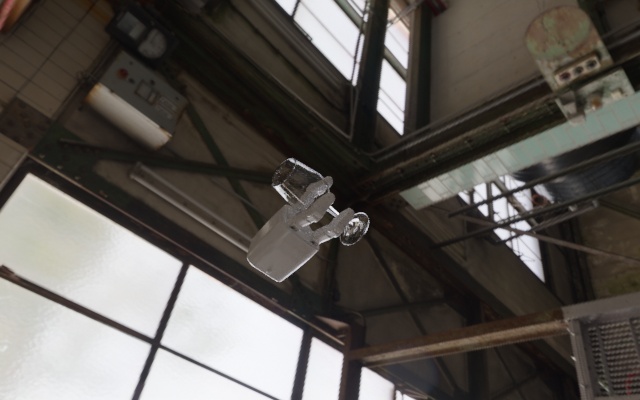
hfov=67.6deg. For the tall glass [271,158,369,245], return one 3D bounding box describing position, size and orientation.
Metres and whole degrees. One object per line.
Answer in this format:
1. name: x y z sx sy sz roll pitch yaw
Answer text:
1. tall glass: 0.001 0.003 0.898 0.201 0.079 0.079 39 -22 -30
